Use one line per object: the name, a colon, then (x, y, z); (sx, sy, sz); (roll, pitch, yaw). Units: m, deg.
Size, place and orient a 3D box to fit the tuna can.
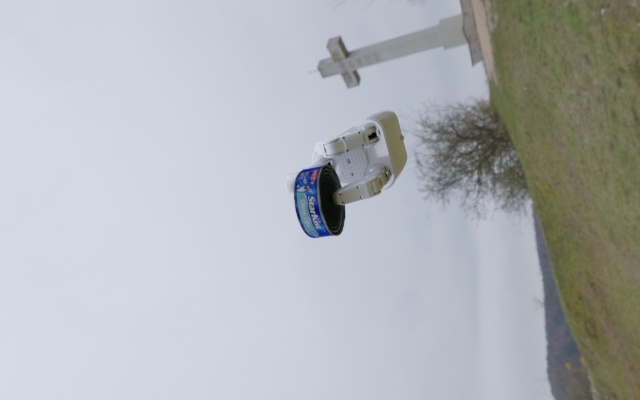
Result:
tuna can: (0.000, 0.002, 0.572); (0.034, 0.086, 0.086); (-9, -3, 21)
